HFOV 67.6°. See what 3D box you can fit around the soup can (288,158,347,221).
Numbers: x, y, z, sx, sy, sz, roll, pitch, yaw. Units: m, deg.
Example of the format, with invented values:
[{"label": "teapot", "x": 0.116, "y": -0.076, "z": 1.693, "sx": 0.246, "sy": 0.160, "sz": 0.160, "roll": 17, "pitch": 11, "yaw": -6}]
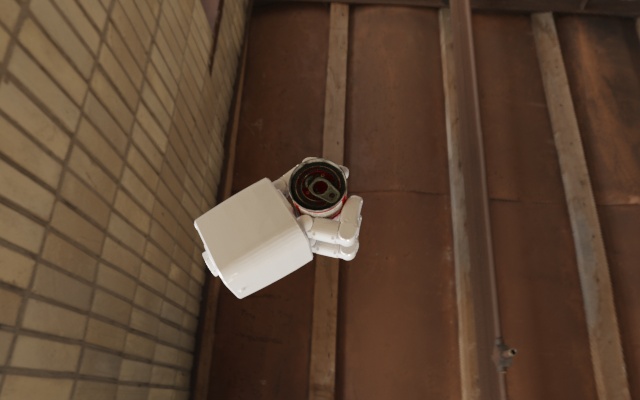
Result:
[{"label": "soup can", "x": 0.000, "y": 0.002, "z": 0.591, "sx": 0.068, "sy": 0.068, "sz": 0.102, "roll": 0, "pitch": -24, "yaw": 4}]
